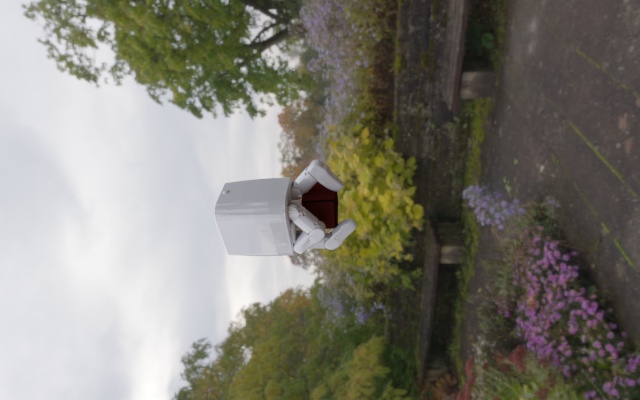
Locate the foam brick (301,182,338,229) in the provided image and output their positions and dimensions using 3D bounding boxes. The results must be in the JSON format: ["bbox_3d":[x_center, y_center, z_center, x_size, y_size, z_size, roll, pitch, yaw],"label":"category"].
[{"bbox_3d":[0.000,0.002,0.742,0.051,0.053,0.078,-4,30,5],"label":"foam brick"}]
